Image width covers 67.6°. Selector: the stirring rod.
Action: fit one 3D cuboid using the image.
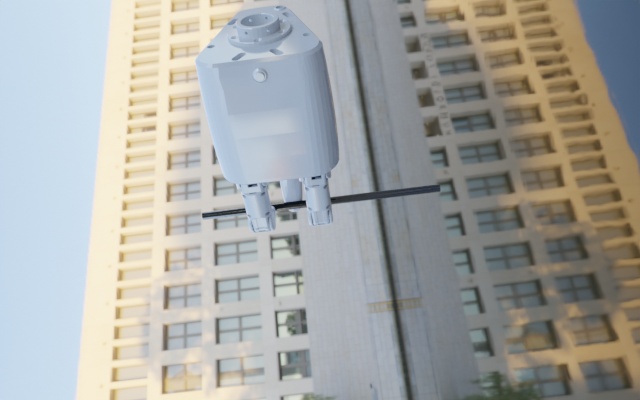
[{"bbox_3d":[0.000,0.001,0.482,0.239,0.011,0.011,-7,0,1],"label":"stirring rod"}]
